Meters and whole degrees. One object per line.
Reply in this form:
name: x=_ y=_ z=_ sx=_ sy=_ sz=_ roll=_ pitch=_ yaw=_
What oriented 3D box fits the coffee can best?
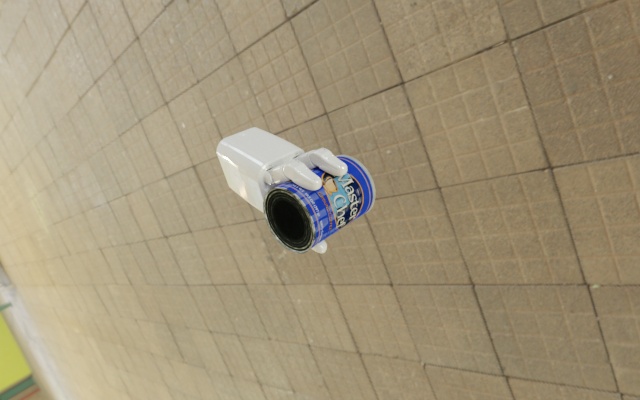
coffee can: x=0.000 y=0.002 z=0.714 sx=0.103 sy=0.103 sz=0.140 roll=0 pitch=22 yaw=46
